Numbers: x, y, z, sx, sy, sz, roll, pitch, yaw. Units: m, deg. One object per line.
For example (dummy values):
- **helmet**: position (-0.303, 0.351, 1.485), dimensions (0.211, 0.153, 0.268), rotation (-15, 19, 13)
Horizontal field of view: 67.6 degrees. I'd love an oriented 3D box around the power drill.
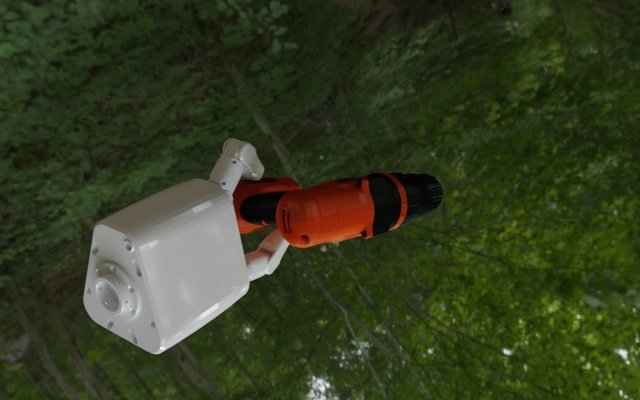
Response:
- **power drill**: position (0.000, 0.002, 0.466), dimensions (0.184, 0.057, 0.187), rotation (-8, 4, -40)
